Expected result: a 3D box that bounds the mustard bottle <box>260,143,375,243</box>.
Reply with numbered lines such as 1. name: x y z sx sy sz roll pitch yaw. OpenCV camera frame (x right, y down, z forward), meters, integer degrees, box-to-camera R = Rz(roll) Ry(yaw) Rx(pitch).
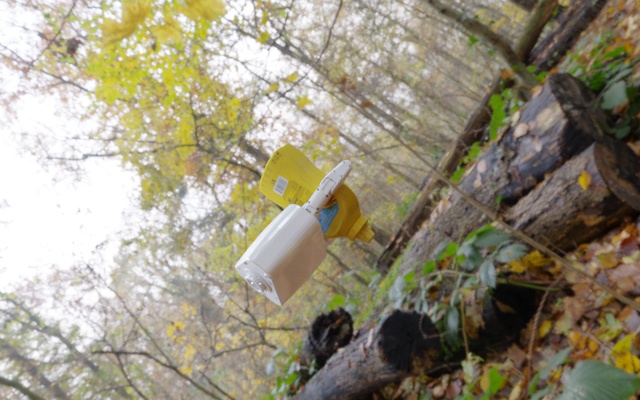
1. mustard bottle: 0.000 0.002 0.727 0.191 0.096 0.058 36 39 11
